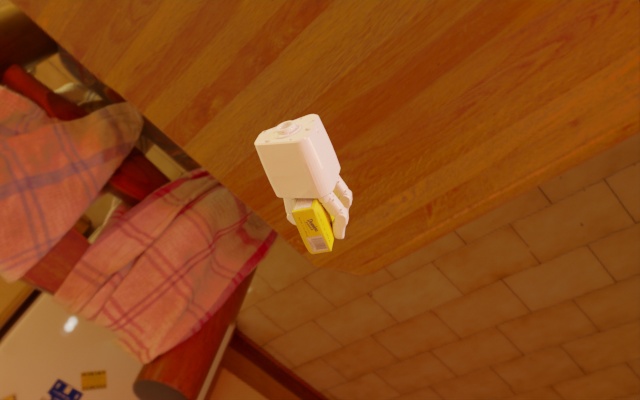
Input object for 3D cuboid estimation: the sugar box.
[{"bbox_3d":[0.001,0.003,0.846,0.048,0.093,0.176,-9,33,20],"label":"sugar box"}]
